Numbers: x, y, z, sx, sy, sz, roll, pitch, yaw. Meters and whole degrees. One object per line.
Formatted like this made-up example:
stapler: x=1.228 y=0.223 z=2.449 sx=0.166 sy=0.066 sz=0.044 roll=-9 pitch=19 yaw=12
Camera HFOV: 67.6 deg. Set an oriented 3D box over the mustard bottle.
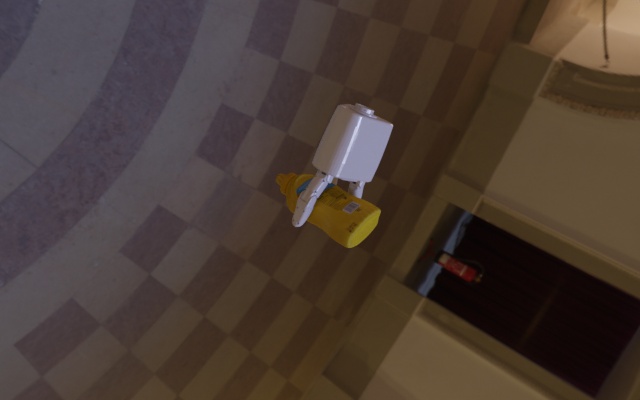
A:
mustard bottle: x=0.000 y=0.003 z=0.818 sx=0.191 sy=0.058 sz=0.096 roll=31 pitch=44 yaw=24
